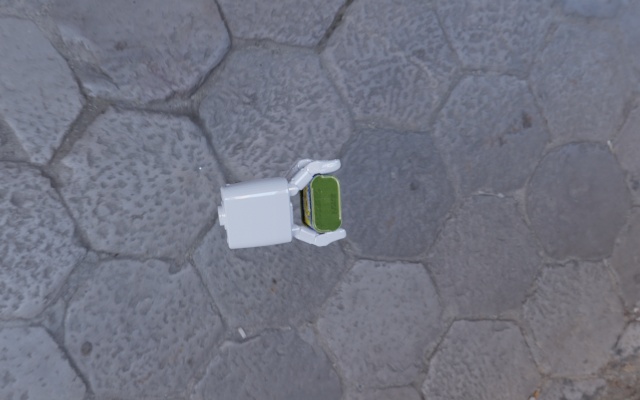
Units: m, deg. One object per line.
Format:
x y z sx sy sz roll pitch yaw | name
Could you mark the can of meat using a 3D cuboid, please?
0.000 0.003 0.825 0.057 0.102 0.084 -5 5 -13 | can of meat
